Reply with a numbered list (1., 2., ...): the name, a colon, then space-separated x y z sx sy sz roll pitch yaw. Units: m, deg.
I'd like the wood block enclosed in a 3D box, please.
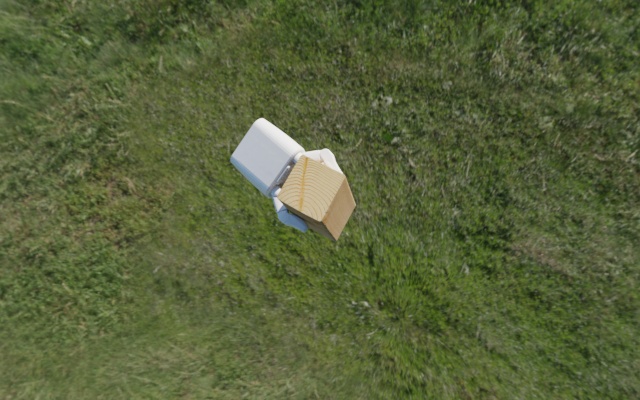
1. wood block: 0.000 0.003 0.893 0.090 0.091 0.206 28 -8 15
